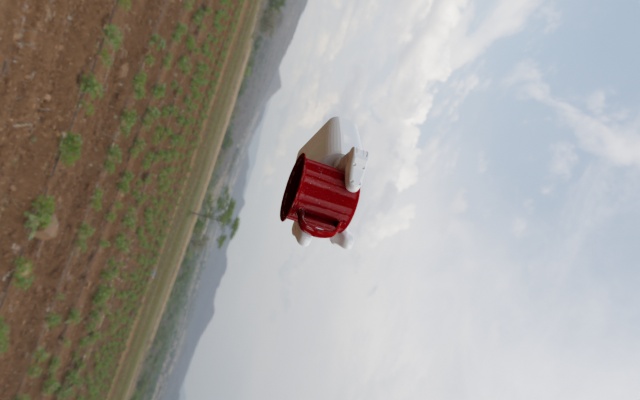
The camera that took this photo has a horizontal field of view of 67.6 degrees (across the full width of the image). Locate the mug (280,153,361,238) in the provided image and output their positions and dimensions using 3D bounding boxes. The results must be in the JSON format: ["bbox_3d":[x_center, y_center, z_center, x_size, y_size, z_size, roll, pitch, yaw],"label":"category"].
[{"bbox_3d":[0.000,0.003,0.614,0.081,0.093,0.117,18,38,-14],"label":"mug"}]
